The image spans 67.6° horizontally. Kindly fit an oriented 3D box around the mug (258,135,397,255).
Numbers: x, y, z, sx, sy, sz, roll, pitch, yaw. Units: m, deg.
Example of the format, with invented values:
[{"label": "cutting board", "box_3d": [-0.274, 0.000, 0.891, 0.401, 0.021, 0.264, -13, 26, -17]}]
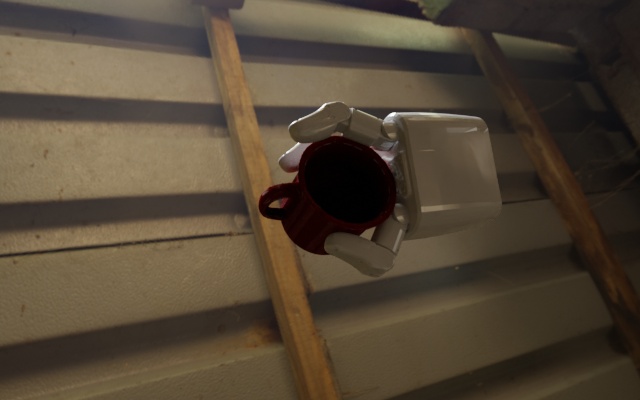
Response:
[{"label": "mug", "box_3d": [-0.001, 0.002, 0.440, 0.117, 0.093, 0.081, -5, -25, -25]}]
